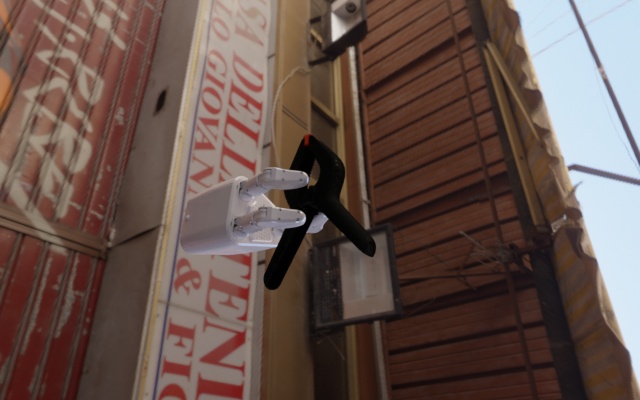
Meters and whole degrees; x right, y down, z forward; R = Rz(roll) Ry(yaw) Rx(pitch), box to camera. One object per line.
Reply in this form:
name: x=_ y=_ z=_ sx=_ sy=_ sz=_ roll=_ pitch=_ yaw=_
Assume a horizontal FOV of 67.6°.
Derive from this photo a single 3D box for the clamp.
clamp: x=0.000 y=0.002 z=0.609 sx=0.164 sy=0.210 sz=0.036 roll=-16 pitch=-33 yaw=35
